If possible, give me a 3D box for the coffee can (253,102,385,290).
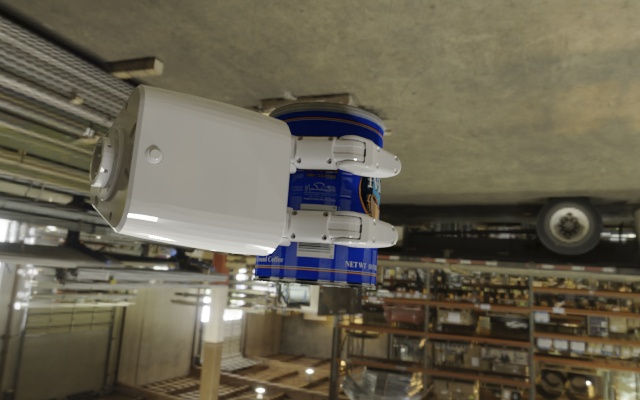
[{"bbox_3d":[0.000,0.001,0.406,0.103,0.140,0.103,4,-10,1],"label":"coffee can"}]
